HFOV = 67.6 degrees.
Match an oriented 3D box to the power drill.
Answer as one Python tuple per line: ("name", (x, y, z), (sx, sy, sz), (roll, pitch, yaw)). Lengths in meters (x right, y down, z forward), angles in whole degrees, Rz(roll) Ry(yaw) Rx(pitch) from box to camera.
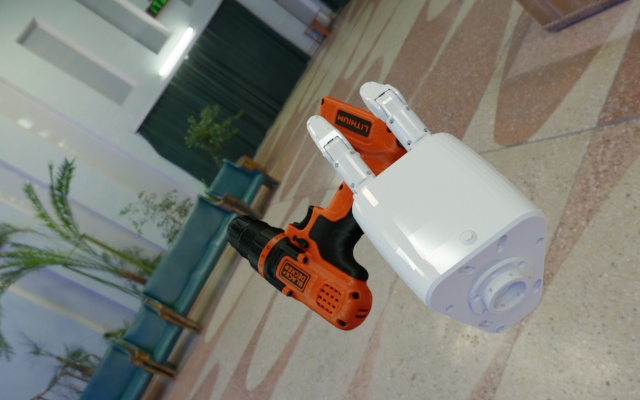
("power drill", (0.000, 0.001, 0.456), (0.184, 0.187, 0.057), (29, 8, 35))
